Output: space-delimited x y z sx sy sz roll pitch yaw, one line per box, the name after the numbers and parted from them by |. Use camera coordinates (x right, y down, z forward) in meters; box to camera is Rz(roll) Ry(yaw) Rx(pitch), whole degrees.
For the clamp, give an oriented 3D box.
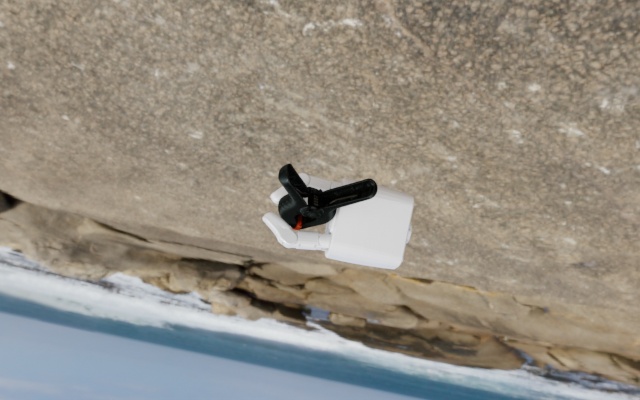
0.000 0.003 0.622 0.120 0.039 0.171 12 -20 -5 | clamp
